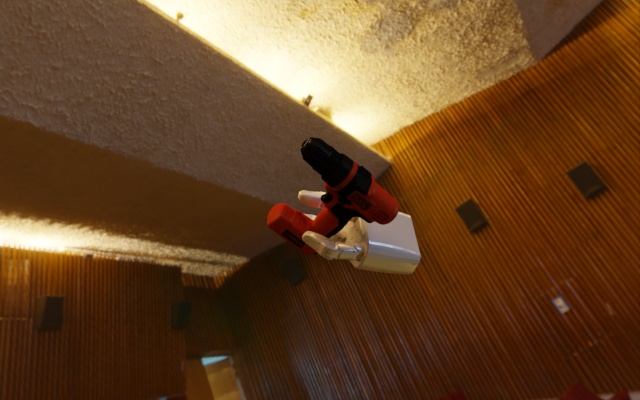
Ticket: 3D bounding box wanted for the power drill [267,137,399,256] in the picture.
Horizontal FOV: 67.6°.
[{"bbox_3d":[0.000,0.003,0.749,0.184,0.057,0.188,39,-48,-19],"label":"power drill"}]
